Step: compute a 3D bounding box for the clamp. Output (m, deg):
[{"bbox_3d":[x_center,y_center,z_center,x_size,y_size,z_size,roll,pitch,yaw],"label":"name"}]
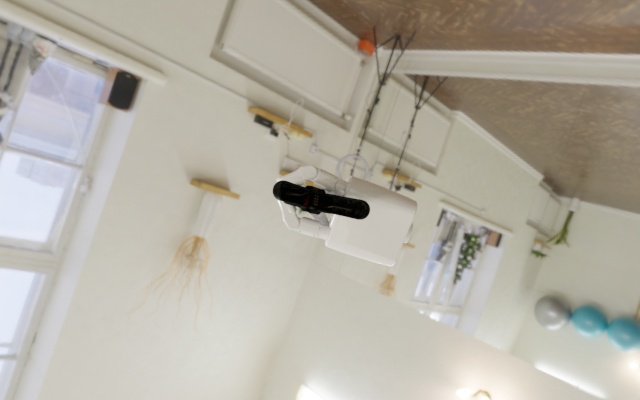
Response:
[{"bbox_3d":[0.000,0.003,0.641,0.120,0.039,0.171,19,0,-1],"label":"clamp"}]
